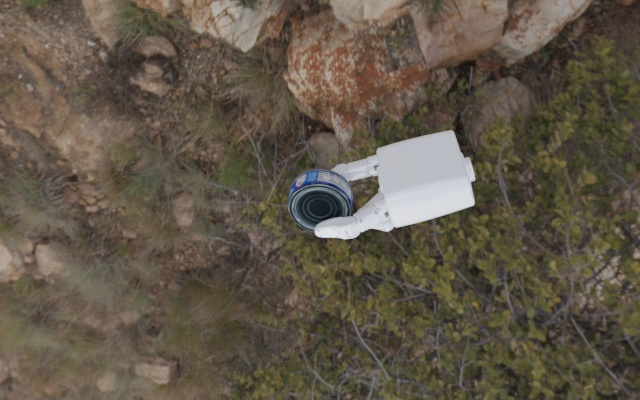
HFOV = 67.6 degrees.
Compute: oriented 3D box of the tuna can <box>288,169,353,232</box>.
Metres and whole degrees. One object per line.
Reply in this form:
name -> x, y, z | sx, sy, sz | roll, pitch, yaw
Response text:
tuna can -> 0.000, 0.002, 0.636 | 0.086, 0.086, 0.033 | 0, 38, 6
